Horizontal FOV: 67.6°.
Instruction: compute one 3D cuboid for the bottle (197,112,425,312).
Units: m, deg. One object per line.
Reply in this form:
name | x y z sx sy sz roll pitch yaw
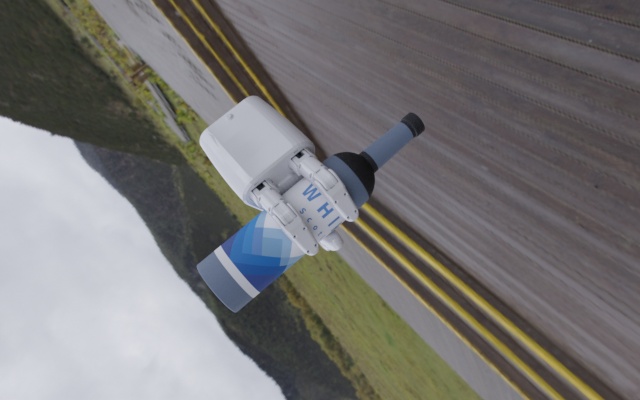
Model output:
bottle | 0.000 0.002 0.533 0.295 0.069 0.069 -40 6 -8
